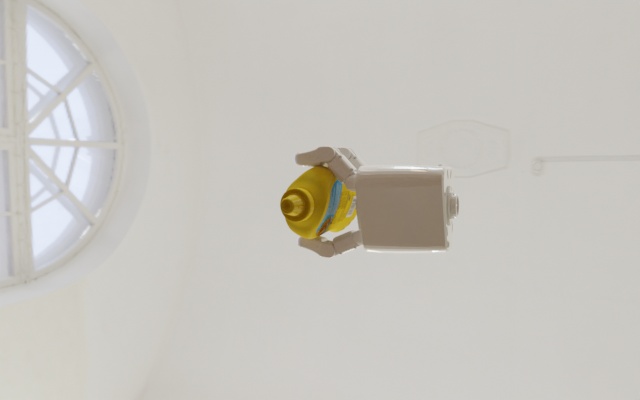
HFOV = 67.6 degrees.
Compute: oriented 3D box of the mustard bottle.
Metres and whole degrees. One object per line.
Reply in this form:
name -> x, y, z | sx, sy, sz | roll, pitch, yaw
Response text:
mustard bottle -> 0.000, 0.002, 0.633 | 0.058, 0.096, 0.191 | 26, 13, 20
